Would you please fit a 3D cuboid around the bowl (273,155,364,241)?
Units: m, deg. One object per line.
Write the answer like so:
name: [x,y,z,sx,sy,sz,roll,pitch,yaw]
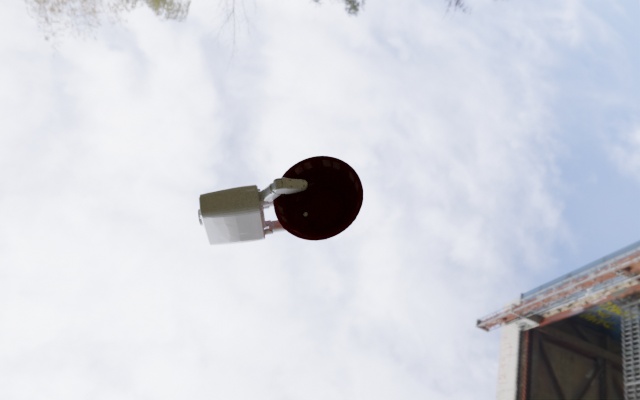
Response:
bowl: [0.002,0.003,0.853,0.162,0.162,0.055,0,-23,13]
